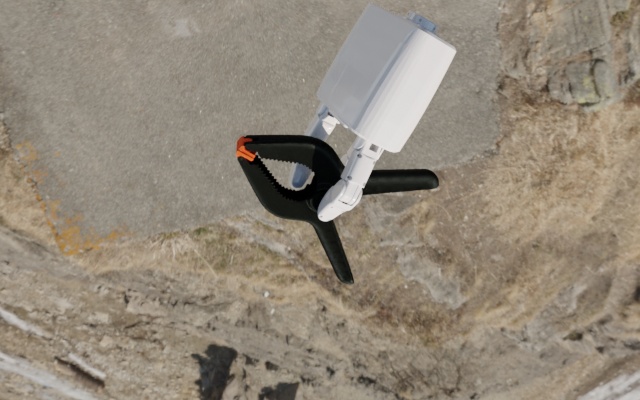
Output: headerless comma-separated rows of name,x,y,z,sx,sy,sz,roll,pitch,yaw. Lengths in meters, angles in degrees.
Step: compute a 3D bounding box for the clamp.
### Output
clamp,0.000,0.002,0.506,0.210,0.165,0.036,23,22,-19
